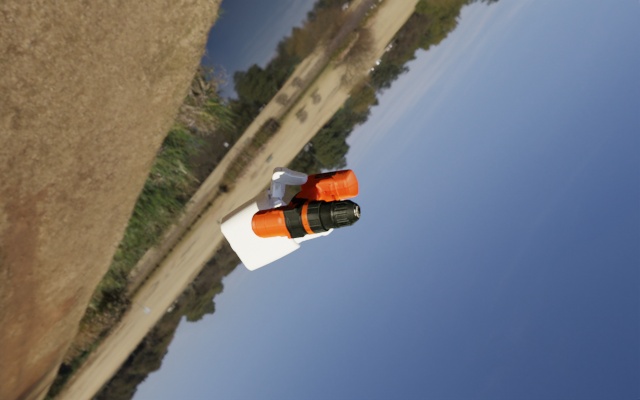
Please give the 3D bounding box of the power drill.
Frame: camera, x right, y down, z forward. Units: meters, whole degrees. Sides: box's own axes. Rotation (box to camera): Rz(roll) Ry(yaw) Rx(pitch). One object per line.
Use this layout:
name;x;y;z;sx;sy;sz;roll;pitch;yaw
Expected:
power drill;0.000;0.003;0.791;0.184;0.057;0.187;-7;17;26
